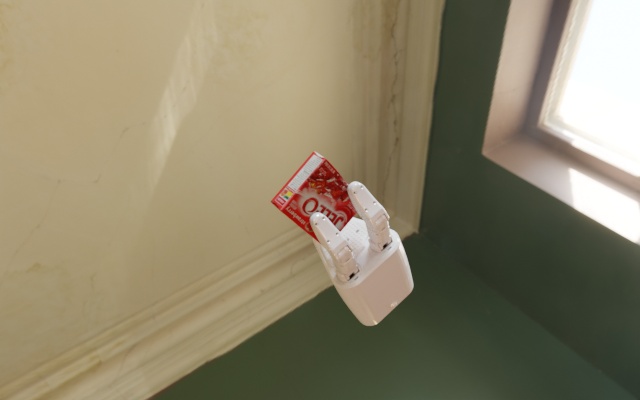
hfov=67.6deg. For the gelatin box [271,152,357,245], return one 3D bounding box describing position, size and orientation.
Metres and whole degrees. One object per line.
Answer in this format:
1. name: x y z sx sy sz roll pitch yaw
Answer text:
1. gelatin box: 0.000 0.001 0.530 0.089 0.073 0.030 44 -5 -40
